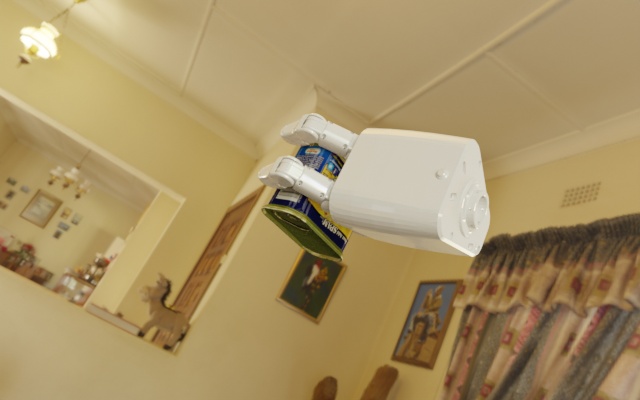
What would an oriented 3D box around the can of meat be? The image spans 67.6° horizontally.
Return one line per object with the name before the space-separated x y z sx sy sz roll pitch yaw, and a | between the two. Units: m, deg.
can of meat | 0.000 0.001 0.494 0.057 0.084 0.102 8 -28 42
